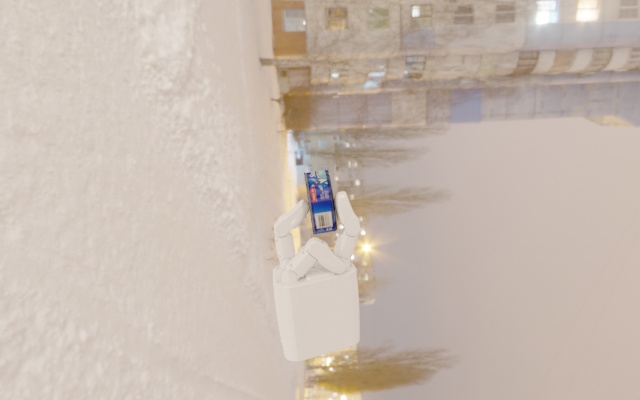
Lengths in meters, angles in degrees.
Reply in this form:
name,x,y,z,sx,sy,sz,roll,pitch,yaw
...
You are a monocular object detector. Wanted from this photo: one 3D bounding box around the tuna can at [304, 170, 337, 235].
name,x,y,z,sx,sy,sz,roll,pitch,yaw
tuna can,0.001,0.002,0.647,0.034,0.086,0.086,-9,0,-1
